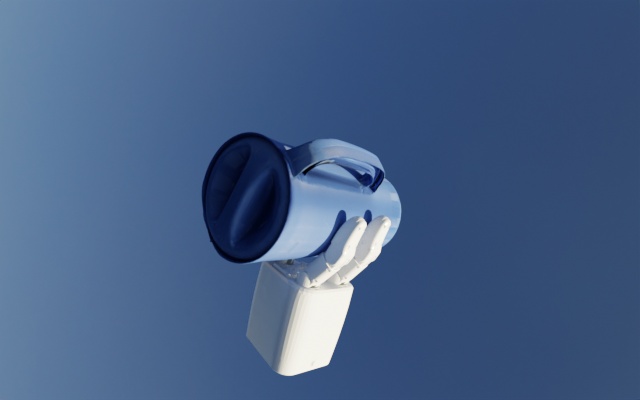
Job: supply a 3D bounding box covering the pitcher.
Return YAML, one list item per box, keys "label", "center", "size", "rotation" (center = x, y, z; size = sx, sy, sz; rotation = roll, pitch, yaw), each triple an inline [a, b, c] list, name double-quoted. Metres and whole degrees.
- label: "pitcher"
  center: [0.000, 0.002, 0.561]
  size: [0.149, 0.145, 0.243]
  rotation: [19, 7, 39]
